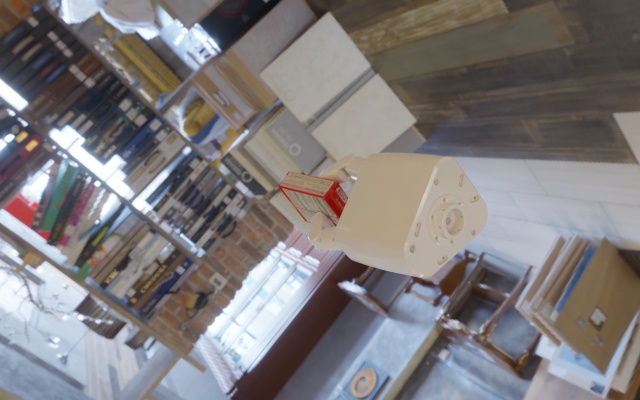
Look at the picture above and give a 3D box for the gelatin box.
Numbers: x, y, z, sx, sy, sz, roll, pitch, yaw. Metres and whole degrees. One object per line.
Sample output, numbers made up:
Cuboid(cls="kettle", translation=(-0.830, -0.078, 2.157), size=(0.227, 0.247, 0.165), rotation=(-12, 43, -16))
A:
Cuboid(cls="gelatin box", translation=(0.000, 0.002, 0.598), size=(0.089, 0.030, 0.073), rotation=(13, -31, 44))
